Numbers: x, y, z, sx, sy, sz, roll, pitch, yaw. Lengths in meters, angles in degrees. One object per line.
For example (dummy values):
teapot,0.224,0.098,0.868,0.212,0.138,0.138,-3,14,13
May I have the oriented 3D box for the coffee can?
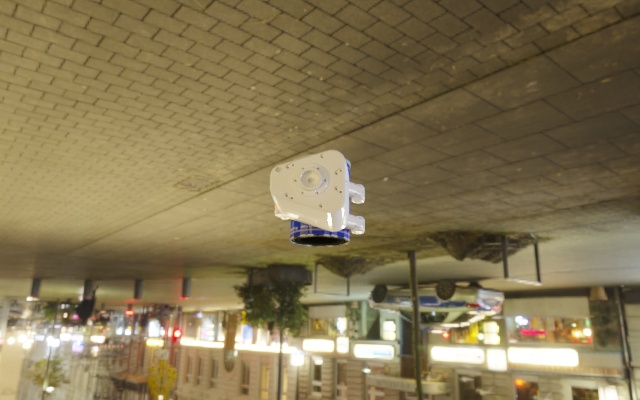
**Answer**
coffee can,0.000,0.003,0.819,0.103,0.140,0.103,1,-15,0
